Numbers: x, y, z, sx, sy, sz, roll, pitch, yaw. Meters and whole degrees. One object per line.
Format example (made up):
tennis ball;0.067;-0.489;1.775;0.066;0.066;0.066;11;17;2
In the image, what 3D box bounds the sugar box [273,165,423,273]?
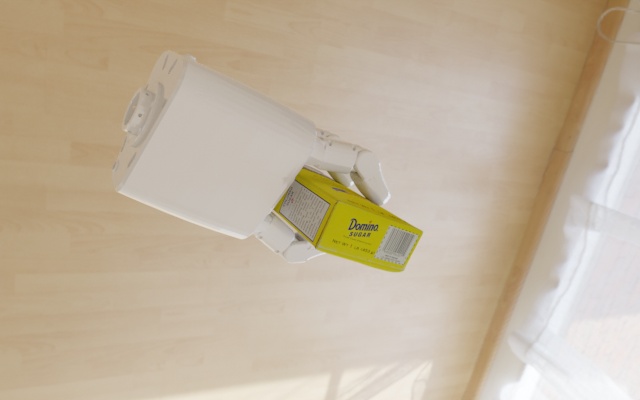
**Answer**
sugar box;0.000;0.001;0.430;0.093;0.048;0.176;20;11;-34
